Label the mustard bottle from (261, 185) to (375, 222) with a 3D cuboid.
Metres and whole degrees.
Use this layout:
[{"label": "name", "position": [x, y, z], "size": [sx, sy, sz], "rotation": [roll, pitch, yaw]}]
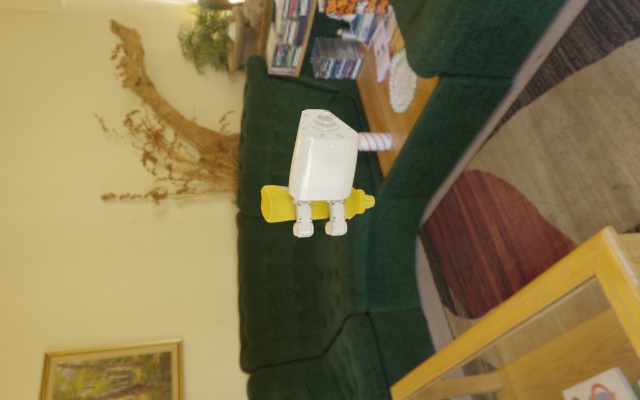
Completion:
[{"label": "mustard bottle", "position": [0.000, 0.003, 0.808], "size": [0.191, 0.058, 0.096], "rotation": [-2, 10, -16]}]
